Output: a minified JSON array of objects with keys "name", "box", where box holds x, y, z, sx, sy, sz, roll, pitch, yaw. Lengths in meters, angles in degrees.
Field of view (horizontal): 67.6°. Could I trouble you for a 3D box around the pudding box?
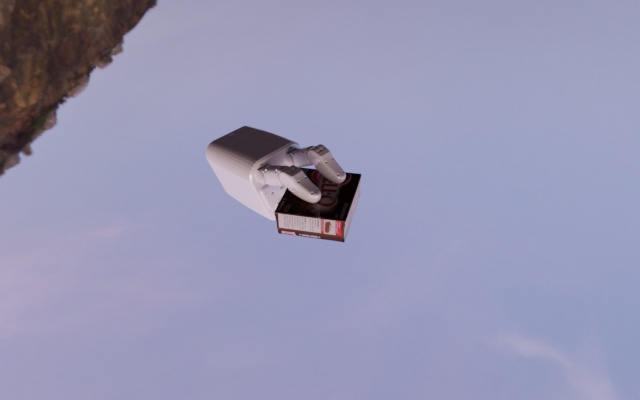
[{"name":"pudding box","box":[0.000,0.002,0.620,0.090,0.039,0.113,6,38,12]}]
